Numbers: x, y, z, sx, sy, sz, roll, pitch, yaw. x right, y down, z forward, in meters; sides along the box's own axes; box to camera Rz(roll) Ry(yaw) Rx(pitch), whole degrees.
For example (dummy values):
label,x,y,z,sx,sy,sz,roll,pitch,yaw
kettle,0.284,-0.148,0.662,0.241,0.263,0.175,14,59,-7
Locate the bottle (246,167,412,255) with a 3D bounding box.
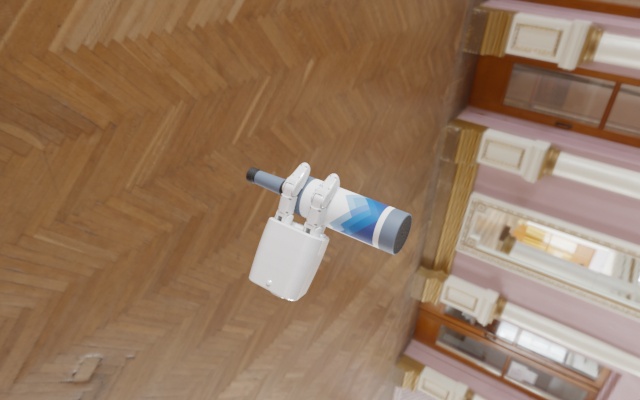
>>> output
label,x,y,z,sx,sy,sz,roll,pitch,yaw
bottle,0.000,0.003,0.780,0.295,0.069,0.069,22,10,26
